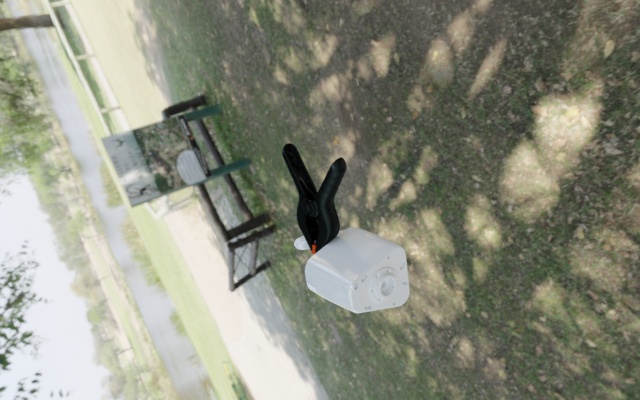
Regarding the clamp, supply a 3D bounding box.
[{"bbox_3d":[0.000,0.003,0.693,0.039,0.171,0.120,-25,23,-31],"label":"clamp"}]
